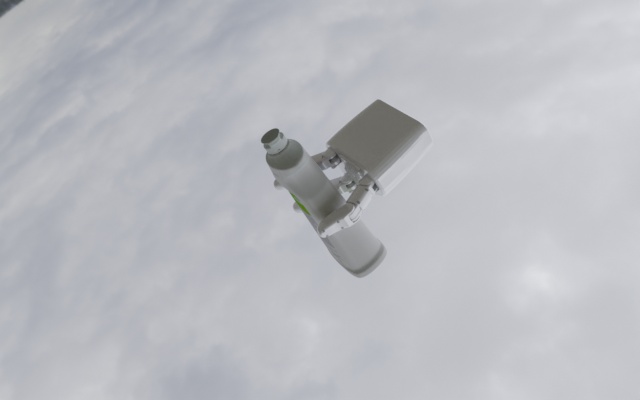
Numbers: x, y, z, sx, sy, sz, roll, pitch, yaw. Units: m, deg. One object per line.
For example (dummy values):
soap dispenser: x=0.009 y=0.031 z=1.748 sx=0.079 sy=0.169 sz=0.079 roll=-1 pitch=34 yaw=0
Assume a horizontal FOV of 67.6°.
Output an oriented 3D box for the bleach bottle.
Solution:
bleach bottle: x=0.000 y=0.002 z=0.671 sx=0.102 sy=0.068 sz=0.251 roll=35 pitch=-15 yaw=52
